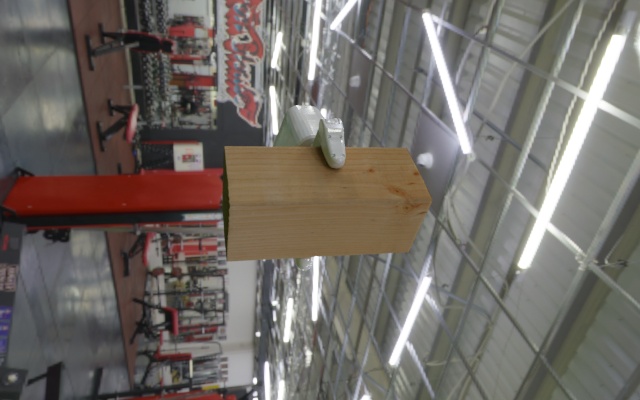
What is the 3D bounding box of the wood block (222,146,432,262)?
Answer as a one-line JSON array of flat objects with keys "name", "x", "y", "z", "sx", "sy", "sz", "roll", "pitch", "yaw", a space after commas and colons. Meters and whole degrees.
[{"name": "wood block", "x": 0.000, "y": 0.001, "z": 0.522, "sx": 0.206, "sy": 0.090, "sz": 0.091, "roll": -2, "pitch": -44, "yaw": -14}]
